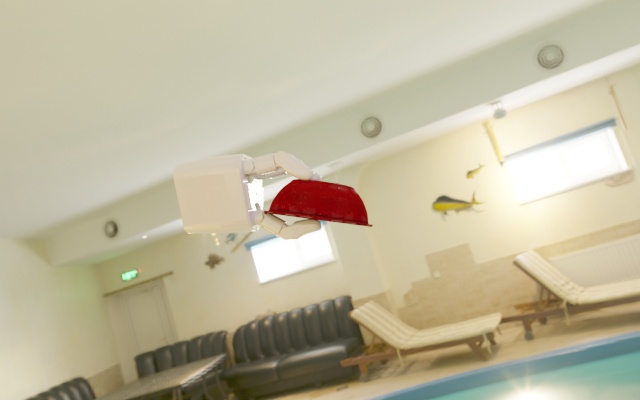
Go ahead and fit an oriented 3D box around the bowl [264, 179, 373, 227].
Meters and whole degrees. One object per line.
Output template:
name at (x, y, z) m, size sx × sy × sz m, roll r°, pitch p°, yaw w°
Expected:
bowl at (0.001, 0.002, 0.703) m, size 0.162 × 0.055 × 0.162 m, roll 8°, pitch -2°, yaw 0°
